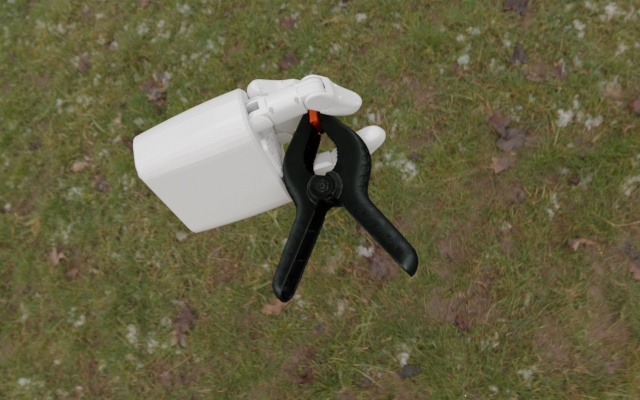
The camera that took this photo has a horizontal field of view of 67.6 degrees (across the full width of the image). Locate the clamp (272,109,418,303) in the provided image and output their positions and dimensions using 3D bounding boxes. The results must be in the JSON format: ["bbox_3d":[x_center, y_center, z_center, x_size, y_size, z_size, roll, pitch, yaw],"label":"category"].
[{"bbox_3d":[0.000,0.001,0.404,0.120,0.171,0.039,-21,-26,8],"label":"clamp"}]
